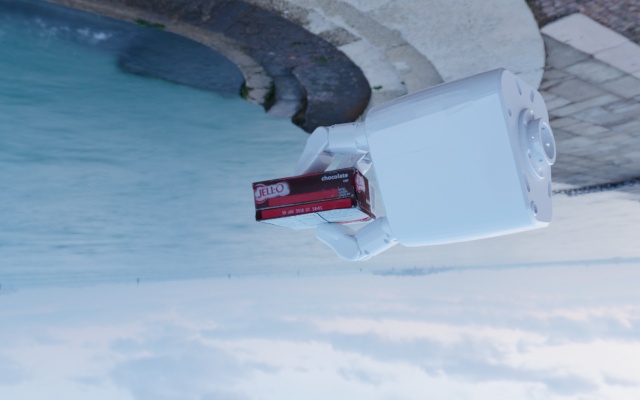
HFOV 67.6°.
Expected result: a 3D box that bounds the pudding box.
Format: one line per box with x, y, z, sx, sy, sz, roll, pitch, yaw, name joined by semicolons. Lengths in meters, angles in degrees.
0.000;0.002;0.439;0.090;0.039;0.113;-7;-11;14;pudding box
